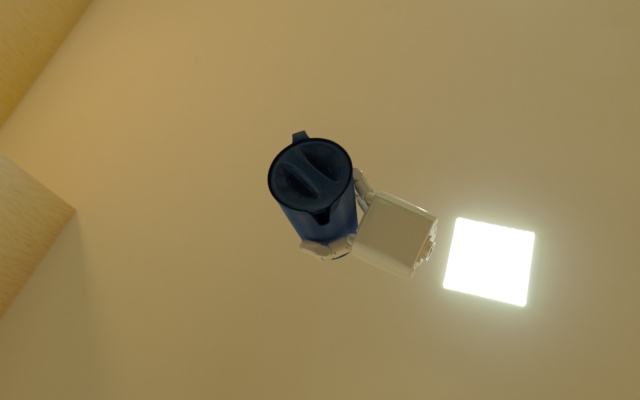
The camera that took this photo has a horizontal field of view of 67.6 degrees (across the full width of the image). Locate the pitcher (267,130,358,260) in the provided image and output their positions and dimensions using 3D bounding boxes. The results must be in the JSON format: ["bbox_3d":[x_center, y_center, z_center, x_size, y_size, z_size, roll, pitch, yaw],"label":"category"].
[{"bbox_3d":[0.000,0.003,0.831,0.145,0.149,0.243,23,-22,21],"label":"pitcher"}]
